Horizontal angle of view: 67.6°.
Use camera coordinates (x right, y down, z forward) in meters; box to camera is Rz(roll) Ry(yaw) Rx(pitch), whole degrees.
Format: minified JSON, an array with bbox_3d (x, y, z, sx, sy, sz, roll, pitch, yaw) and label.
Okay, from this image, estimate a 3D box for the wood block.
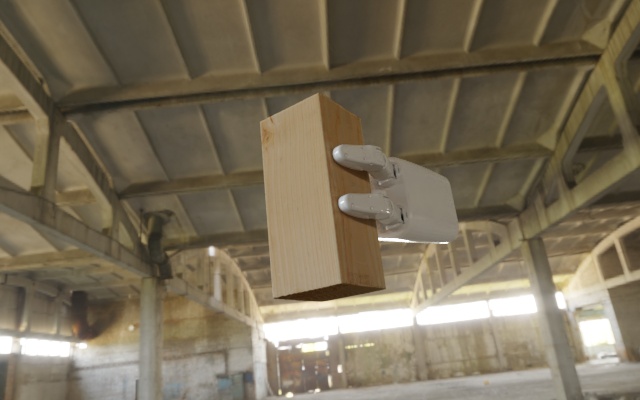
[{"bbox_3d":[0.000,0.002,0.534,0.091,0.206,0.090,-20,-23,33],"label":"wood block"}]
